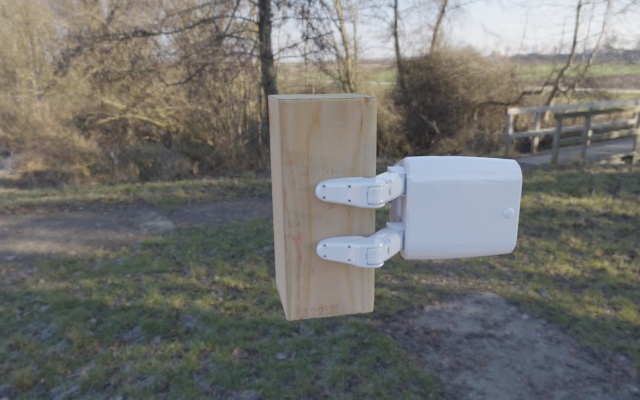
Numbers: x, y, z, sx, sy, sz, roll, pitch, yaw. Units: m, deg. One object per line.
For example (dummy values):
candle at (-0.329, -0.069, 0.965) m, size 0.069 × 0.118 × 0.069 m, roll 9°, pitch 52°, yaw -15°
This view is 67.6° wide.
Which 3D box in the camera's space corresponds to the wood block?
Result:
wood block at (0.000, 0.001, 0.474) m, size 0.090 × 0.206 × 0.090 m, roll -4°, pitch 15°, yaw -10°
